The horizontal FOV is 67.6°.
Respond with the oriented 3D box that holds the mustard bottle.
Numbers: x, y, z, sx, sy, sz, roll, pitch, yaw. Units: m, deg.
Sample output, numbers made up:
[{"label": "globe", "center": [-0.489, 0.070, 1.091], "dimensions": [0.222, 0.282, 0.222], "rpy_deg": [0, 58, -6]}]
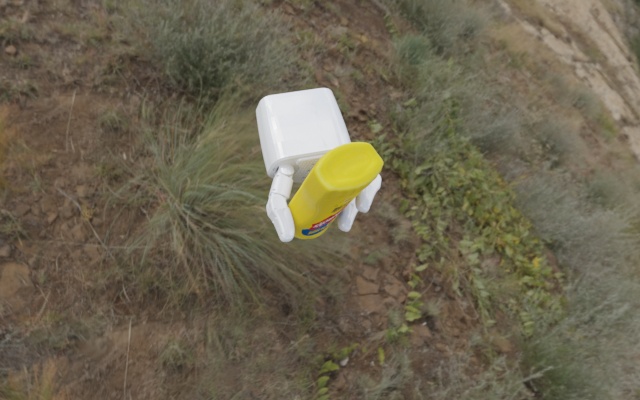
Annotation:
[{"label": "mustard bottle", "center": [0.000, 0.002, 0.620], "dimensions": [0.096, 0.058, 0.192], "rpy_deg": [-30, -12, -34]}]
